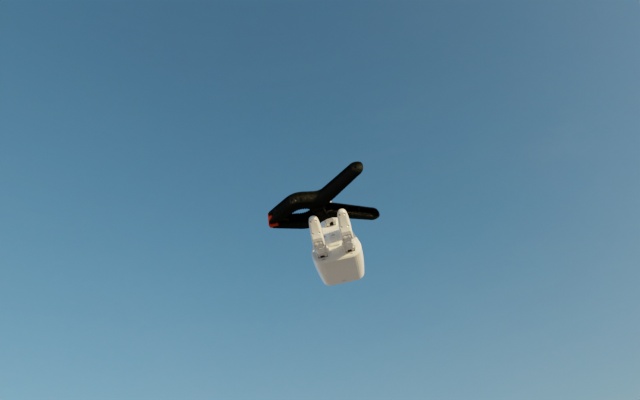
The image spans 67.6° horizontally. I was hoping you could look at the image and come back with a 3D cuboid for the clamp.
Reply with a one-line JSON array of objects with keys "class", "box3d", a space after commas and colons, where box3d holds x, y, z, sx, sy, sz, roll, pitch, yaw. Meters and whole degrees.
[{"class": "clamp", "box3d": [0.000, 0.003, 0.879, 0.210, 0.036, 0.165, -12, -39, 3]}]
